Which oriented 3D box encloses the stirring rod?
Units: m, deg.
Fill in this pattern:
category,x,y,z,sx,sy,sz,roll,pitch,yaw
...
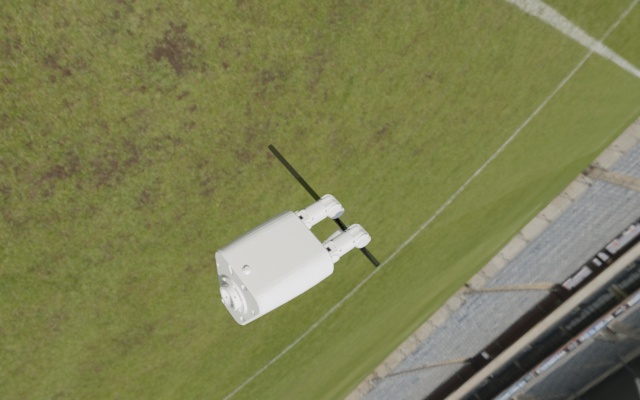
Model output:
category,x,y,z,sx,sy,sz,roll,pitch,yaw
stirring rod,0.000,0.002,0.672,0.239,0.011,0.011,48,21,21
